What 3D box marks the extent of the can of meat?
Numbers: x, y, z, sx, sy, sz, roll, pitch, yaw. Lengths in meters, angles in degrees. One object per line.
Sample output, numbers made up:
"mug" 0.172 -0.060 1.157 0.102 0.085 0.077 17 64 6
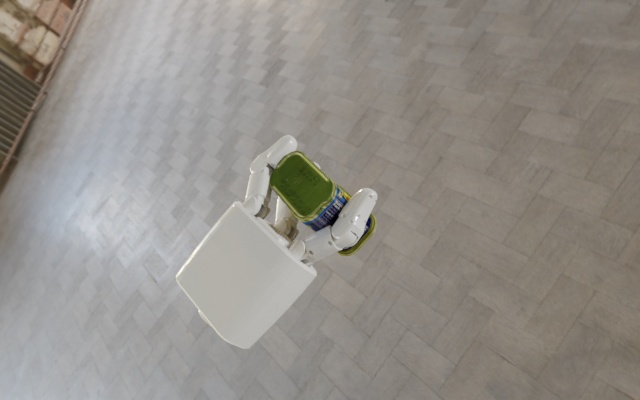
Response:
"can of meat" 0.000 0.002 0.515 0.084 0.057 0.102 41 3 -44
